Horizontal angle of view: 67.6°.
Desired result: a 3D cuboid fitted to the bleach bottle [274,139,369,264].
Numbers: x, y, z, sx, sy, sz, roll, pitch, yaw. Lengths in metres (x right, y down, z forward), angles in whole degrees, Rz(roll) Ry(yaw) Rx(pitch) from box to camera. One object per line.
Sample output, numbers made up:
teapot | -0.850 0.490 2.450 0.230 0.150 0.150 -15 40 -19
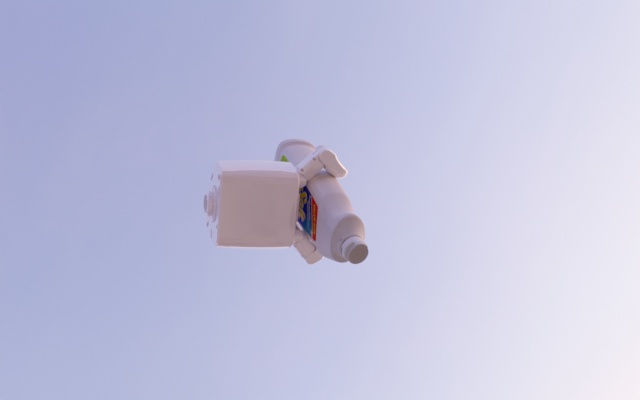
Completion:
bleach bottle | 0.000 0.002 0.674 0.068 0.103 0.250 1 26 -26
